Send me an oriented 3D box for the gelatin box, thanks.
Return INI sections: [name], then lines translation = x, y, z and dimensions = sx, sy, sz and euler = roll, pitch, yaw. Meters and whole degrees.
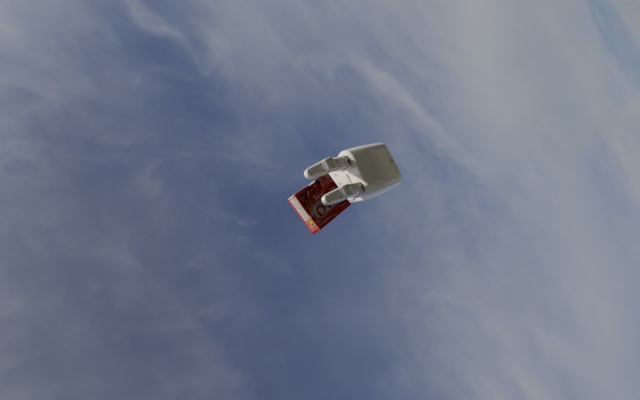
[gelatin box]
translation = 0.000, 0.003, 0.818
dimensions = 0.089, 0.073, 0.030
euler = -37, 1, -36
